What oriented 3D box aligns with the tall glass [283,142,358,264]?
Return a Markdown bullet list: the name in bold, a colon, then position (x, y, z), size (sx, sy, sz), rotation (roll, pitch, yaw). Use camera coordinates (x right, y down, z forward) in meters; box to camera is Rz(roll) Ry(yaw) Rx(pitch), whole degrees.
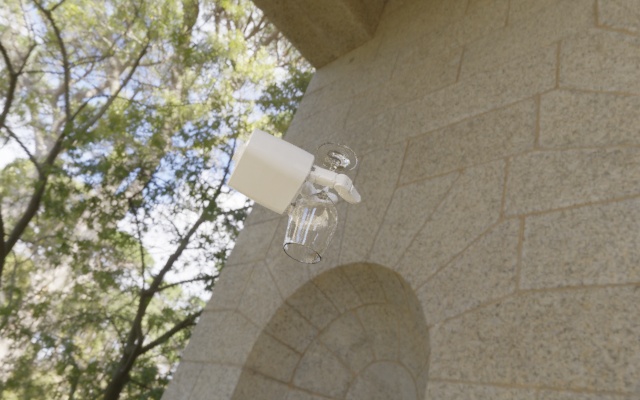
- **tall glass**: position (0.000, 0.002, 0.786), size (0.079, 0.201, 0.079), rotation (14, -32, 9)
